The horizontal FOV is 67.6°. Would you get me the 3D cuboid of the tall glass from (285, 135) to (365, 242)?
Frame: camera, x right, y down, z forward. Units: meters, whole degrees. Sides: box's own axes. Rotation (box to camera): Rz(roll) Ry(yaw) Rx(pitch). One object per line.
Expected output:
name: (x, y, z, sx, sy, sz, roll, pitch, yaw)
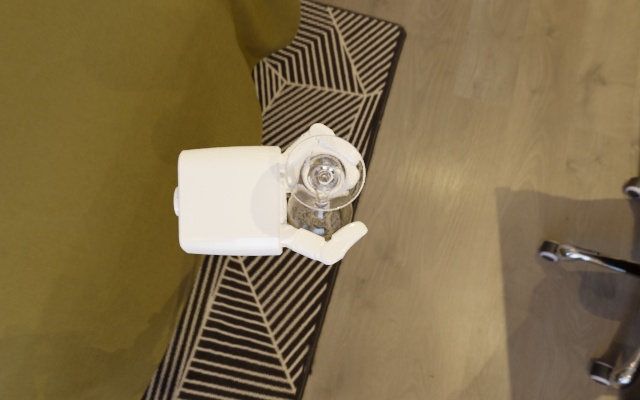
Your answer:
tall glass: (0.000, 0.002, 0.531, 0.079, 0.079, 0.201, 0, -16, -2)
